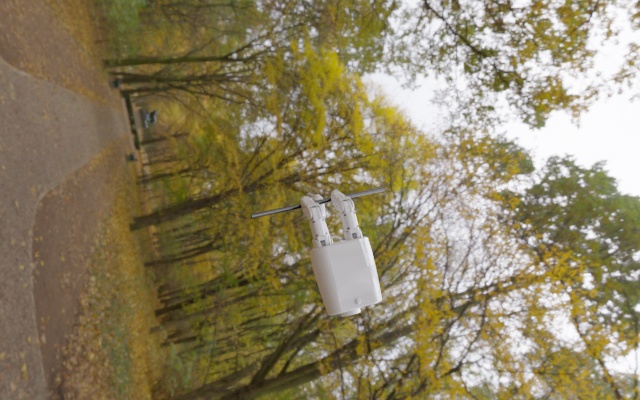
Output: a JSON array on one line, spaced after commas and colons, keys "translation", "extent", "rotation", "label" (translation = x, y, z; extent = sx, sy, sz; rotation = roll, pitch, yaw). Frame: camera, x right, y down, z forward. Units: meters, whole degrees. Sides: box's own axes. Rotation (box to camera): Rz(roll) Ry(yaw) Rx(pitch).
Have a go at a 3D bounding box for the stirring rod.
[{"translation": [0.000, 0.003, 0.810], "extent": [0.239, 0.011, 0.011], "rotation": [-12, 4, -18], "label": "stirring rod"}]
